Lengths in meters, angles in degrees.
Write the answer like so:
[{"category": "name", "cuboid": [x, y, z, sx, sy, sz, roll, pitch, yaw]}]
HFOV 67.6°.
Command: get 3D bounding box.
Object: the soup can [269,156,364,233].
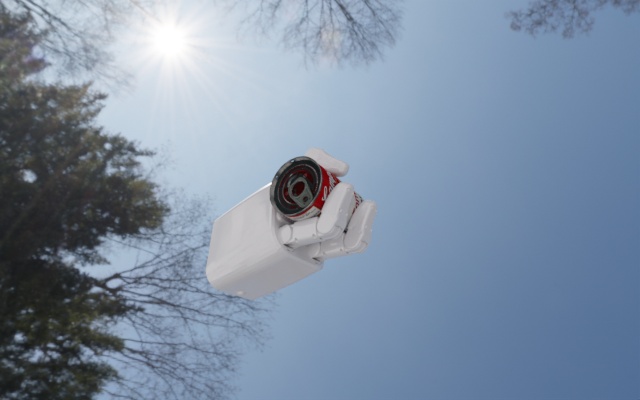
[{"category": "soup can", "cuboid": [0.001, 0.002, 0.541, 0.068, 0.068, 0.102, 0, -21, 36]}]
